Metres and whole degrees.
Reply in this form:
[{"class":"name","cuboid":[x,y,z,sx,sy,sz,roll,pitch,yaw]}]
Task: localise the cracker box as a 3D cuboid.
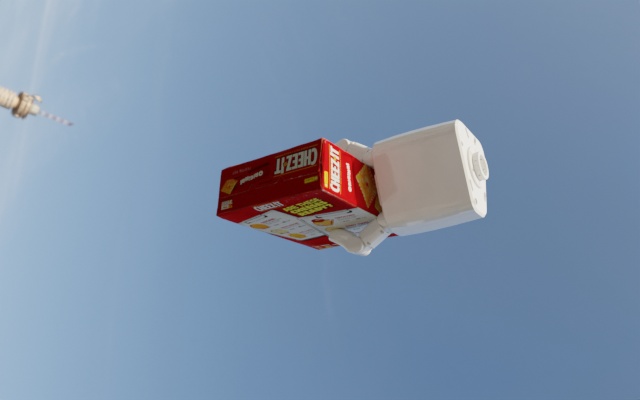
[{"class":"cracker box","cuboid":[0.000,0.002,0.626,0.164,0.072,0.214,-13,-24,34]}]
